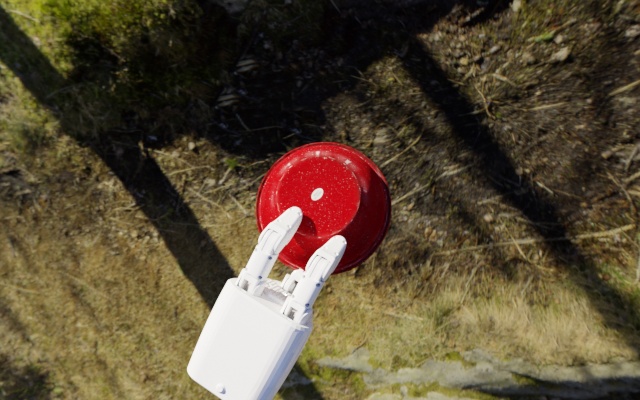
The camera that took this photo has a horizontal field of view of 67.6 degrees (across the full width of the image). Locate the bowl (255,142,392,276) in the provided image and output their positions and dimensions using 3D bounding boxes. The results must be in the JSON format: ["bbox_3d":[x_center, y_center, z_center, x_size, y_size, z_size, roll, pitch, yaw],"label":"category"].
[{"bbox_3d":[0.000,0.000,0.538,0.162,0.162,0.055,0,-14,6],"label":"bowl"}]
